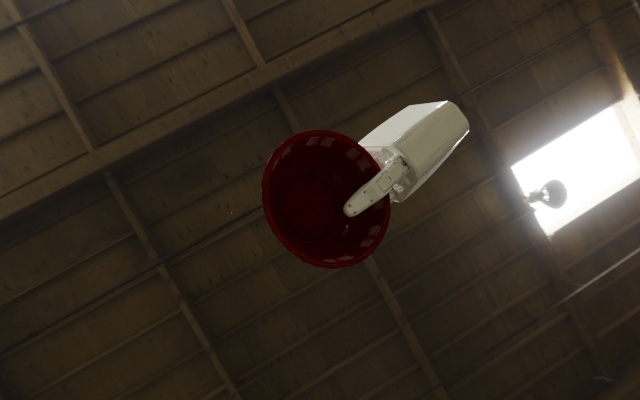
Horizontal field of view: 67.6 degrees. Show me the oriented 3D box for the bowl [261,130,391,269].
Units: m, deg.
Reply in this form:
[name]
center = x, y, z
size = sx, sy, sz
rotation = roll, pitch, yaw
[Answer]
[bowl]
center = -0.001, 0.002, 0.560
size = 0.162, 0.162, 0.055
rotation = 0, -13, -26
